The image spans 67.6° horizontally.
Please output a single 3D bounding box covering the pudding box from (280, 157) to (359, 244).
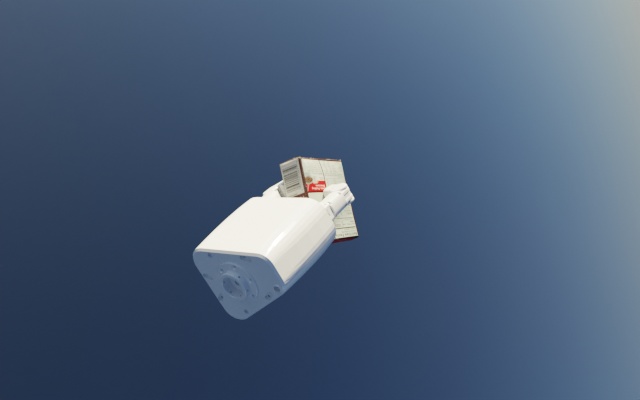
[{"bbox_3d":[0.000,0.002,0.623,0.039,0.113,0.090,-17,-10,37],"label":"pudding box"}]
